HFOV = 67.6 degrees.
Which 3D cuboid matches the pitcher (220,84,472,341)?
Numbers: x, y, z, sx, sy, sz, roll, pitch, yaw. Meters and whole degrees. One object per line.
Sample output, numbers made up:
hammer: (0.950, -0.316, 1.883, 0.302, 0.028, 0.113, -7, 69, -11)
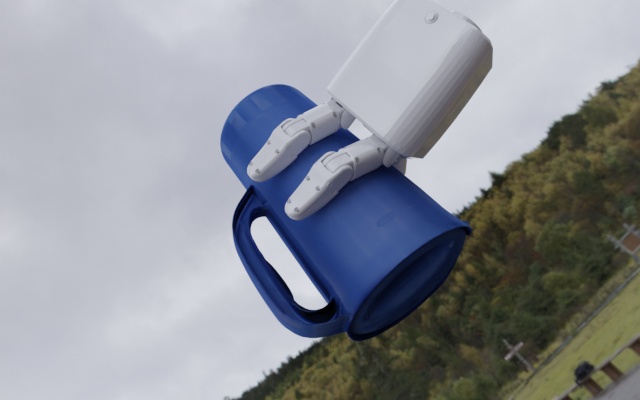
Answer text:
pitcher: (0.000, 0.001, 0.440, 0.242, 0.145, 0.149, 47, 17, 30)
